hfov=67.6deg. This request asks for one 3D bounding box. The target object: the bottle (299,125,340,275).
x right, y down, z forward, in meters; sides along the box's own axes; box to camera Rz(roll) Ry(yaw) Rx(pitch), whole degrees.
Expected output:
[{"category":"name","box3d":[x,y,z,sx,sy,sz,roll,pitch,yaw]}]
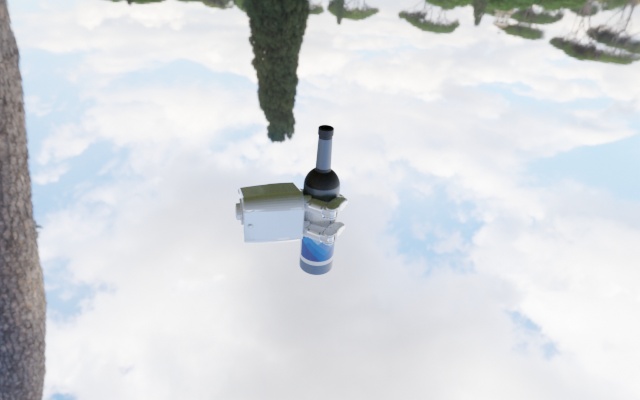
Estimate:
[{"category":"bottle","box3d":[0.000,0.003,0.878,0.069,0.296,0.069,3,31,-2]}]
